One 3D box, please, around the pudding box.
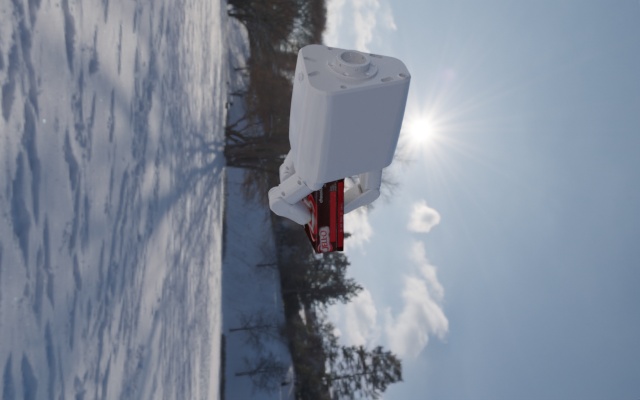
[{"bbox_3d":[0.000,0.002,0.576,0.039,0.090,0.113,-2,17,-9],"label":"pudding box"}]
